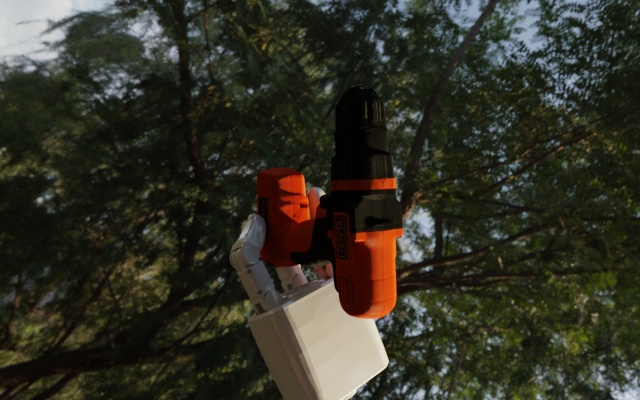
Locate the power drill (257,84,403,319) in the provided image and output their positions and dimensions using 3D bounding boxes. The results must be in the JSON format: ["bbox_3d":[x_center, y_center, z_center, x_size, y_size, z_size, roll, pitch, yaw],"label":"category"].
[{"bbox_3d":[0.000,0.002,0.439,0.057,0.184,0.187,-1,1,-28],"label":"power drill"}]
